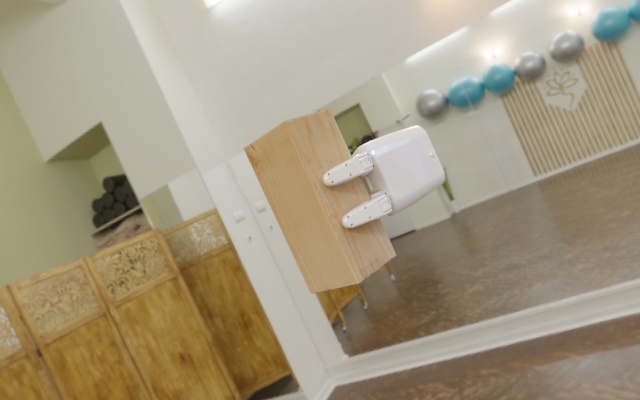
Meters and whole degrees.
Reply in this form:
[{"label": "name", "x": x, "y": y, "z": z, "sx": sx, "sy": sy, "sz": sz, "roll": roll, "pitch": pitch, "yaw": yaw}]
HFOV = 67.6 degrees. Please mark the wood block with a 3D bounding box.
[{"label": "wood block", "x": 0.000, "y": 0.002, "z": 0.609, "sx": 0.091, "sy": 0.206, "sz": 0.090, "roll": -23, "pitch": 3, "yaw": 45}]
